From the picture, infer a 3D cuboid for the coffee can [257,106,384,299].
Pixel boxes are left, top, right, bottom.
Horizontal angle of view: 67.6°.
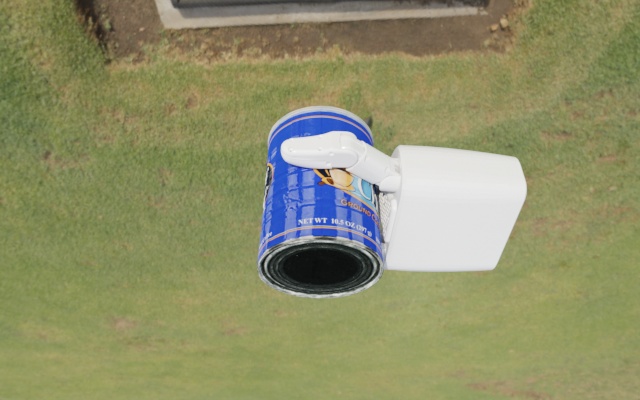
[{"bbox_3d":[0.000,0.001,0.426,0.103,0.140,0.103,0,-36,0],"label":"coffee can"}]
